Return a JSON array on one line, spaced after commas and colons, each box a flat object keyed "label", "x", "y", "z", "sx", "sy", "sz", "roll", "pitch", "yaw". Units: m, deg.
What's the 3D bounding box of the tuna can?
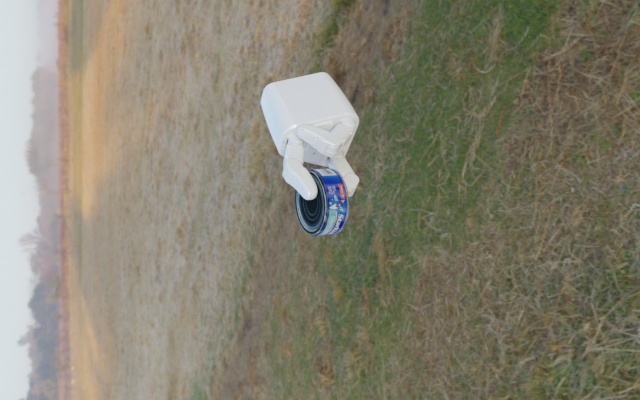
[{"label": "tuna can", "x": 0.000, "y": 0.002, "z": 0.612, "sx": 0.034, "sy": 0.086, "sz": 0.086, "roll": -4, "pitch": 2, "yaw": -30}]
